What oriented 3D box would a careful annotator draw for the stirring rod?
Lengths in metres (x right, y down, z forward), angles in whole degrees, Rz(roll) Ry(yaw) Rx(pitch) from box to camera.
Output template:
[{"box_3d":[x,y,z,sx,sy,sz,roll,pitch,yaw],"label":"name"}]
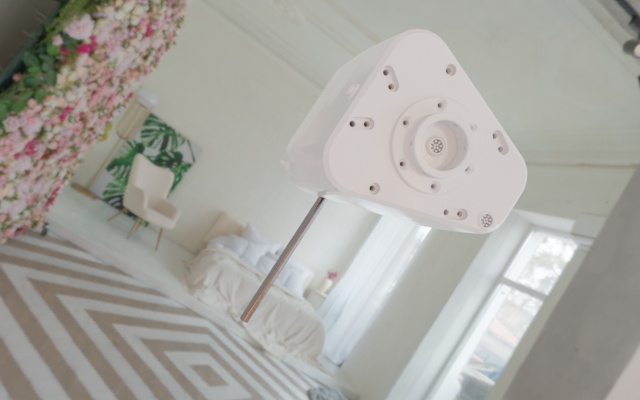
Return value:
[{"box_3d":[0.000,0.001,0.413,0.011,0.239,0.011,33,-3,2],"label":"stirring rod"}]
